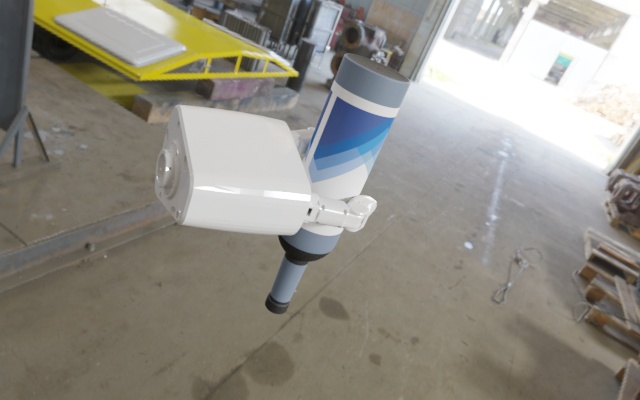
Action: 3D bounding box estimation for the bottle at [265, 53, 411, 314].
[{"bbox_3d":[0.000,0.001,0.498,0.069,0.296,0.069,19,25,-9],"label":"bottle"}]
